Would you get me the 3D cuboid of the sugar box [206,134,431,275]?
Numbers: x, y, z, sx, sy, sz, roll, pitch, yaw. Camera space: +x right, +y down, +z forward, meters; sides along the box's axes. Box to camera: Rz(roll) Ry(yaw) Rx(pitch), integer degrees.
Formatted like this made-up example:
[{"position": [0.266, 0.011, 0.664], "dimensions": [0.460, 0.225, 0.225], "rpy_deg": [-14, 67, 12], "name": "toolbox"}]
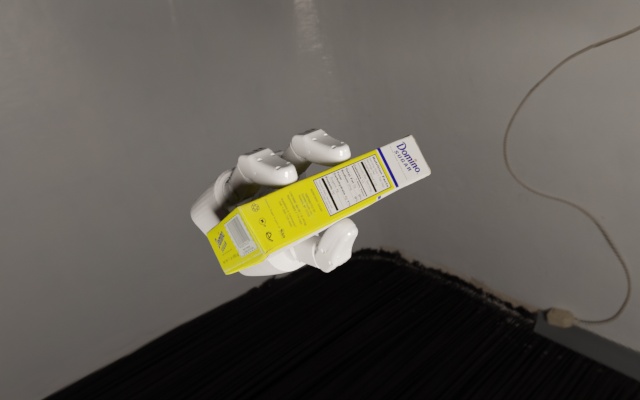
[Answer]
[{"position": [0.000, 0.001, 0.406], "dimensions": [0.176, 0.048, 0.093], "rpy_deg": [-28, -1, -32], "name": "sugar box"}]
